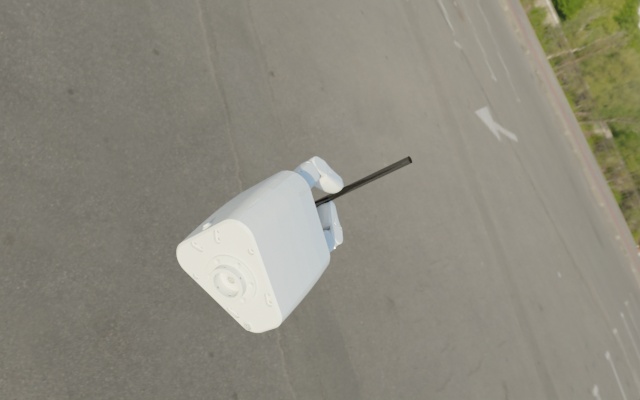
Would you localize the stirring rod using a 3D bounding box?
[{"bbox_3d":[0.000,0.002,0.554,0.239,0.011,0.011,-25,-14,32],"label":"stirring rod"}]
